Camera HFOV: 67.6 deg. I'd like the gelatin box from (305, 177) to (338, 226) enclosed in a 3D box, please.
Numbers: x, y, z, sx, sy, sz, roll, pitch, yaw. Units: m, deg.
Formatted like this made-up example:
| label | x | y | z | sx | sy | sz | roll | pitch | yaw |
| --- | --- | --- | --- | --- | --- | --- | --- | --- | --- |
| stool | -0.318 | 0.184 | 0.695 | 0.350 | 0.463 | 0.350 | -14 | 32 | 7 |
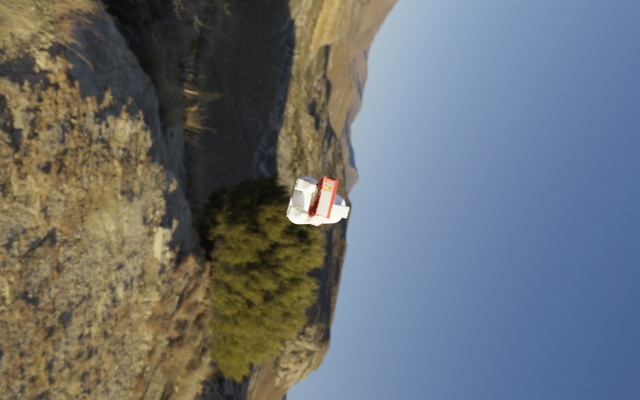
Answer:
| label | x | y | z | sx | sy | sz | roll | pitch | yaw |
| --- | --- | --- | --- | --- | --- | --- | --- | --- | --- |
| gelatin box | 0.001 | 0.003 | 0.870 | 0.030 | 0.073 | 0.089 | 16 | -13 | -11 |
